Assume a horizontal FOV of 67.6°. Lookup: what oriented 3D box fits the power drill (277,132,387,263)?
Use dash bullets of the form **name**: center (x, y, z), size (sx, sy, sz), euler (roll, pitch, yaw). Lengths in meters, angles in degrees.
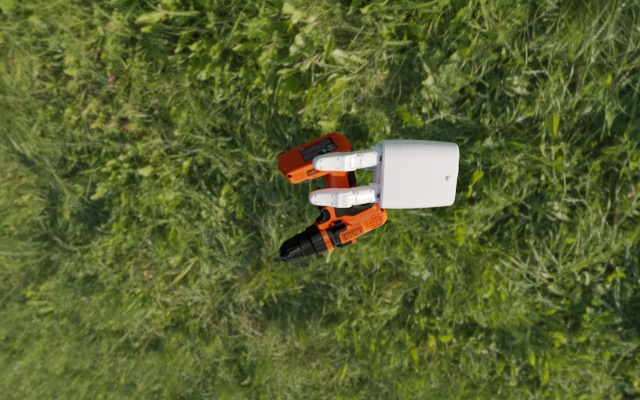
- **power drill**: center (0.000, 0.002, 0.724), size (0.184, 0.188, 0.057), euler (-26, 42, -5)
